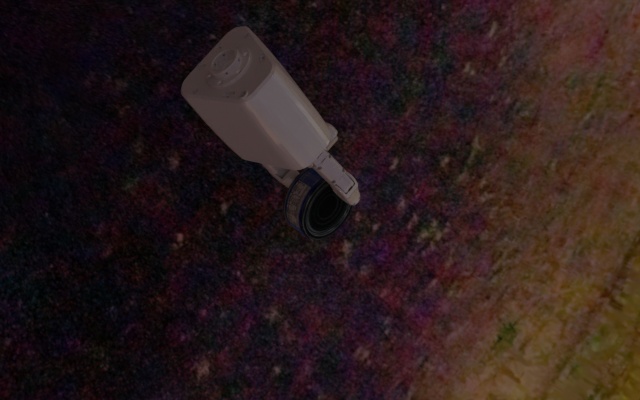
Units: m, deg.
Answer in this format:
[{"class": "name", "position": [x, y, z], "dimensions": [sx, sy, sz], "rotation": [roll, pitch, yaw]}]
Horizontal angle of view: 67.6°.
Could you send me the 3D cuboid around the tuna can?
[{"class": "tuna can", "position": [0.001, 0.002, 0.556], "dimensions": [0.086, 0.086, 0.033], "rotation": [0, 25, -48]}]
